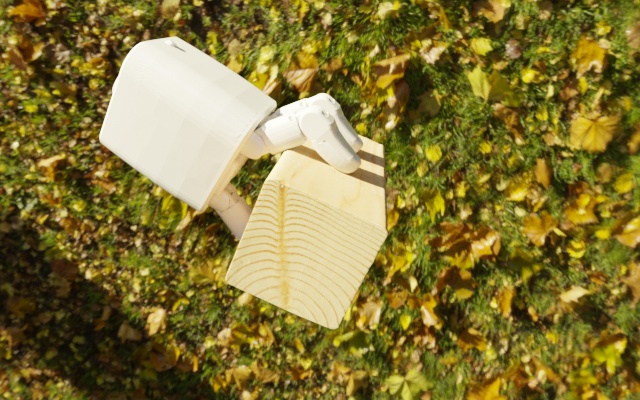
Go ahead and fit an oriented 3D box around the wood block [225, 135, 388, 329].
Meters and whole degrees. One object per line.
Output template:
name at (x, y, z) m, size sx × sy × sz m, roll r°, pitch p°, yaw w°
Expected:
wood block at (0.000, 0.002, 0.418) m, size 0.090 × 0.091 × 0.206 m, roll 24°, pitch 23°, yaw -3°
